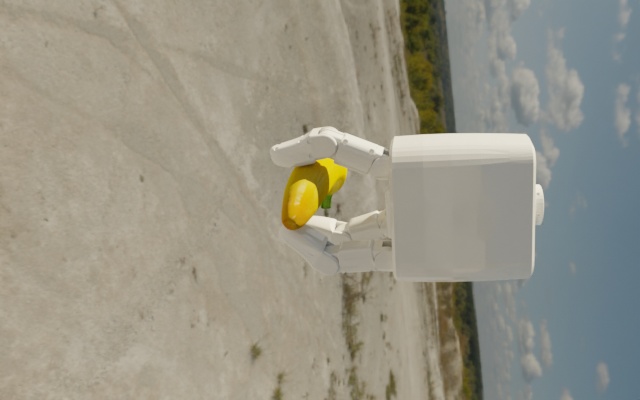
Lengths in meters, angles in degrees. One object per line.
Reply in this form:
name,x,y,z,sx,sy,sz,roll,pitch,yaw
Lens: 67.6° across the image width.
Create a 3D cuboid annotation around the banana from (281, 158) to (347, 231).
banana,0.001,-0.017,0.453,0.037,0.069,0.198,3,4,11
